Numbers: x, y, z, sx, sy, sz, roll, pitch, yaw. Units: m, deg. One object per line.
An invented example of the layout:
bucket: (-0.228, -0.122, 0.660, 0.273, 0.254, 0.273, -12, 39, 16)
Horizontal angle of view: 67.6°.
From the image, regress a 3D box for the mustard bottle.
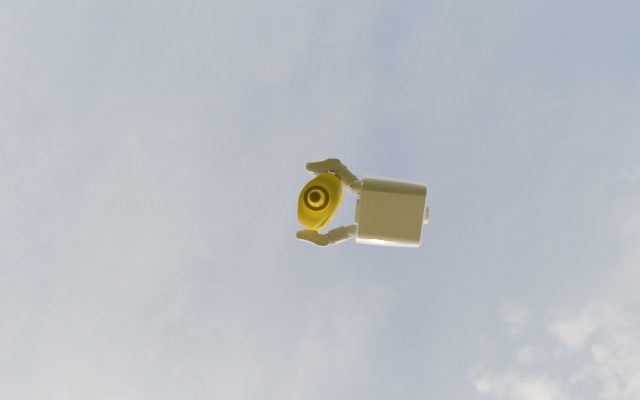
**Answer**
mustard bottle: (0.000, 0.002, 0.783, 0.058, 0.096, 0.191, 31, -1, 6)
